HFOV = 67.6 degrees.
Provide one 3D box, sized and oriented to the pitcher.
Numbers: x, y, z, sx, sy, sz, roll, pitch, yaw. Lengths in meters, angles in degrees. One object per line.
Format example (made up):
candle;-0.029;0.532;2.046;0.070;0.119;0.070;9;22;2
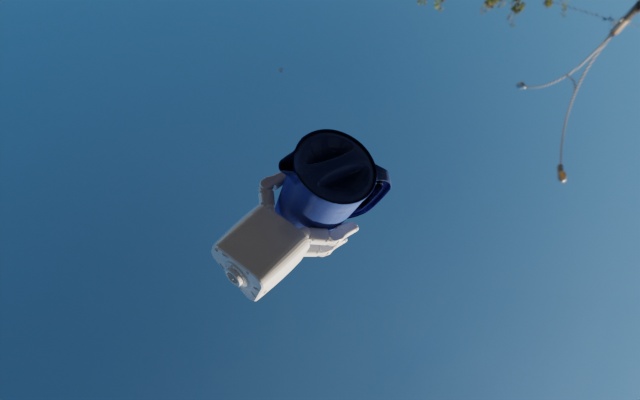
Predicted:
pitcher;0.000;0.003;0.810;0.145;0.149;0.243;-44;-8;-33
